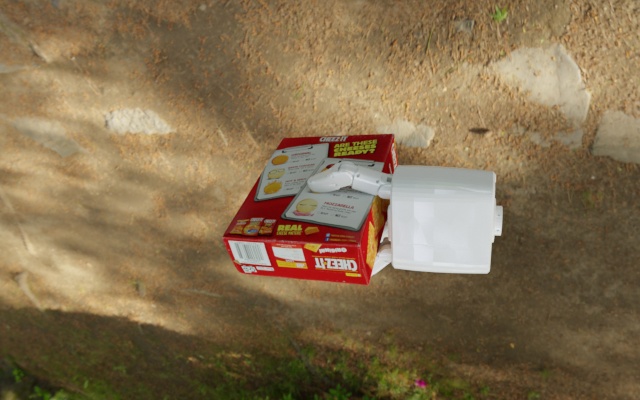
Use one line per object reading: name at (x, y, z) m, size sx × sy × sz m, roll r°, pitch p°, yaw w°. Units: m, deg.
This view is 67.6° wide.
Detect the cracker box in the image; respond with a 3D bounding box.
cracker box at (0.000, 0.002, 0.600) m, size 0.164 × 0.072 × 0.213 m, roll 1°, pitch 39°, yaw 20°
